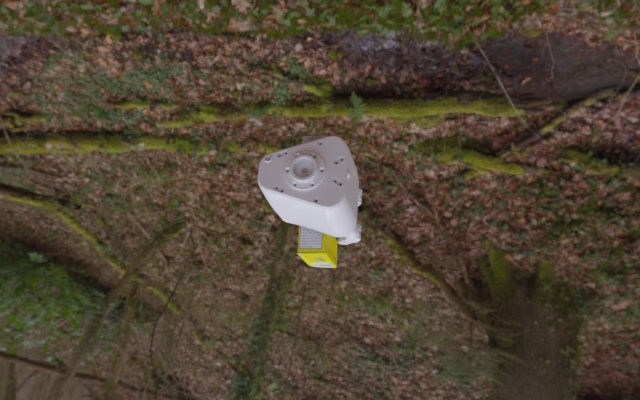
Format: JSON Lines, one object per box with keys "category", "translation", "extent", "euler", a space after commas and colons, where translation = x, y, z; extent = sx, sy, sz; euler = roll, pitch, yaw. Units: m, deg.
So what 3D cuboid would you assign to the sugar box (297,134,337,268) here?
{"category": "sugar box", "translation": [0.001, 0.002, 0.692], "extent": [0.048, 0.176, 0.093], "euler": [1, -19, 11]}
